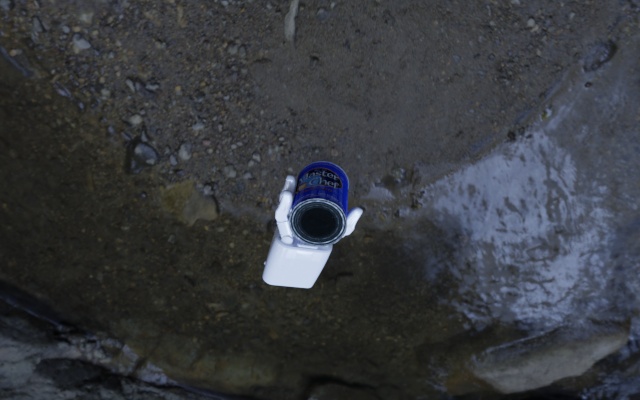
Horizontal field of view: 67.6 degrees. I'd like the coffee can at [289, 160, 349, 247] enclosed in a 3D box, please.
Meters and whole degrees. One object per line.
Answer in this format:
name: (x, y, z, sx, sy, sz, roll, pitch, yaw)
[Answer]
coffee can: (0.000, 0.003, 0.884, 0.103, 0.103, 0.140, 0, 32, 4)
